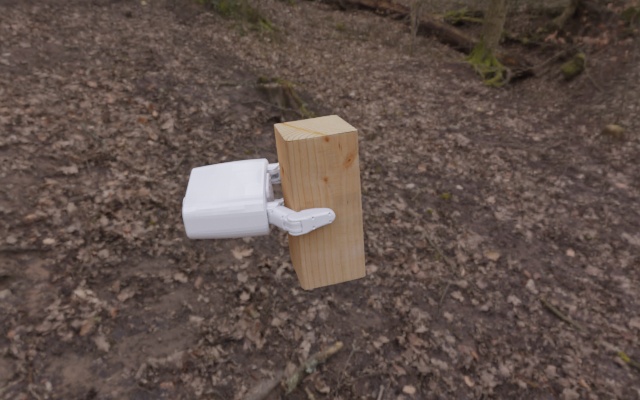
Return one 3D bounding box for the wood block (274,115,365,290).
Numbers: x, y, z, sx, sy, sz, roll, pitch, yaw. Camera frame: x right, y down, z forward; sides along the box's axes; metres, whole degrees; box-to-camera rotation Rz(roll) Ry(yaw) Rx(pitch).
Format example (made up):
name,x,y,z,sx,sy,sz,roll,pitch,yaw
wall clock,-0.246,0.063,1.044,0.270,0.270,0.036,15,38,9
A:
name,x,y,z,sx,sy,sz,roll,pitch,yaw
wood block,0.000,0.002,0.638,0.090,0.206,0.090,-10,24,-11
